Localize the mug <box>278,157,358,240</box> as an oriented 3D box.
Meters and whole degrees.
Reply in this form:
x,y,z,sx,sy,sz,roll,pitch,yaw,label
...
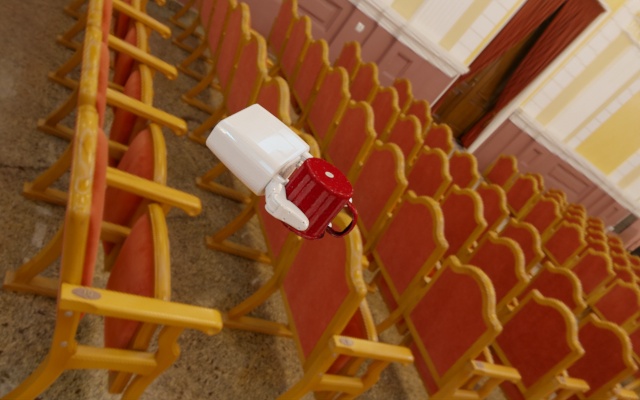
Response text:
x,y,z,sx,sy,sz,roll,pitch,yaw,label
0.001,0.003,0.661,0.117,0.081,0.093,41,25,3,mug
